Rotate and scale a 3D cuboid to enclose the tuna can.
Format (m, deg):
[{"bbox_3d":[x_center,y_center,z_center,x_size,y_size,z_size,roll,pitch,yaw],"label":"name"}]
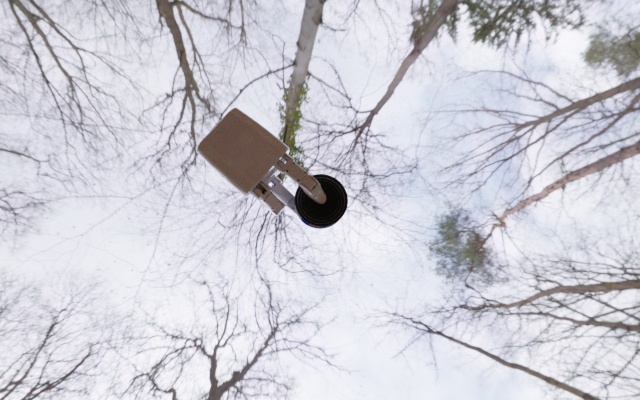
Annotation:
[{"bbox_3d":[0.000,0.003,0.772,0.086,0.086,0.034,0,-12,-5],"label":"tuna can"}]
